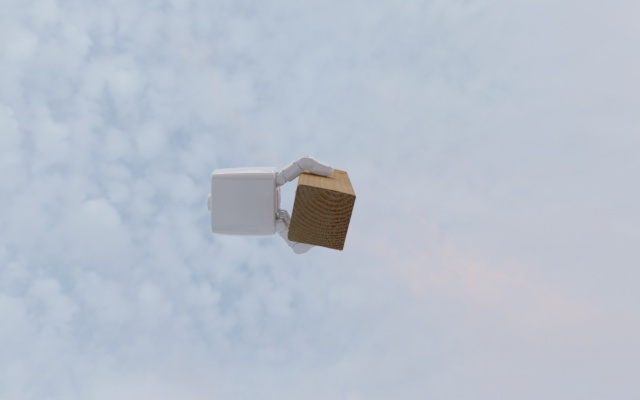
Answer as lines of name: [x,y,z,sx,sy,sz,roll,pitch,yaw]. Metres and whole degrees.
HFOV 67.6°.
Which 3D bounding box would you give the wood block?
wood block: [0.000,0.002,0.805,0.090,0.091,0.206,11,13,-3]
